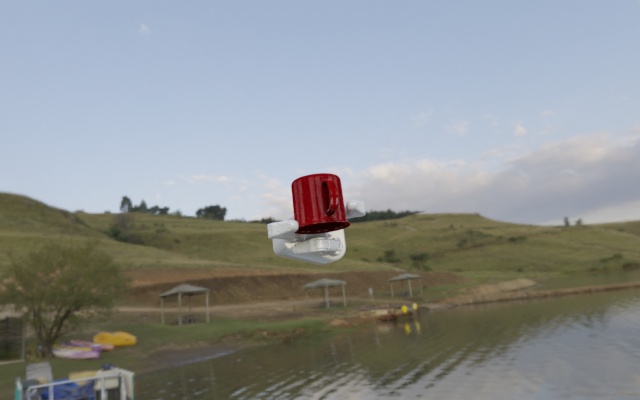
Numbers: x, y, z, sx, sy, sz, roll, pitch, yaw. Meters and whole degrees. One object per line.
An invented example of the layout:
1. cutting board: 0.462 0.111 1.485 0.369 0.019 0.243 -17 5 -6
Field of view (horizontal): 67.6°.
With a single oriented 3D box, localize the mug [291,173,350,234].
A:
1. mug: 0.000 0.002 0.753 0.093 0.081 0.117 -3 -14 -18
